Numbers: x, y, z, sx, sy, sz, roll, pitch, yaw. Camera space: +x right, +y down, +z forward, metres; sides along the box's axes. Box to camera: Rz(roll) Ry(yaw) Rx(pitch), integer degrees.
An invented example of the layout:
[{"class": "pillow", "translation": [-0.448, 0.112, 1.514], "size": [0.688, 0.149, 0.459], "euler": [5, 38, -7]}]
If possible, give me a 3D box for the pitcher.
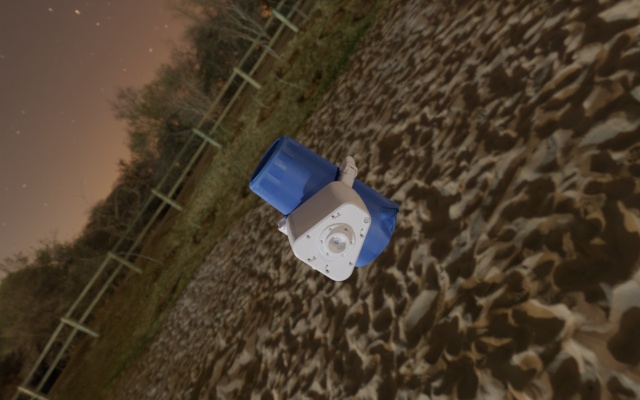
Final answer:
[{"class": "pitcher", "translation": [0.000, 0.003, 0.822], "size": [0.243, 0.149, 0.145], "euler": [34, 11, -15]}]
